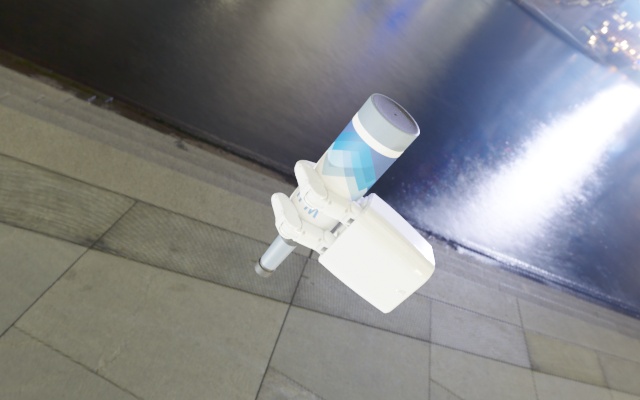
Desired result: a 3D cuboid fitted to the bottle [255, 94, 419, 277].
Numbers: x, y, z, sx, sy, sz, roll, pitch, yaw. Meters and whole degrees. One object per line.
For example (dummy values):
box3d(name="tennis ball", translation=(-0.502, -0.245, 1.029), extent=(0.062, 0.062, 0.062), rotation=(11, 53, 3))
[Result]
box3d(name="bottle", translation=(0.000, 0.002, 0.591), extent=(0.069, 0.069, 0.296), rotation=(0, -40, -46))
